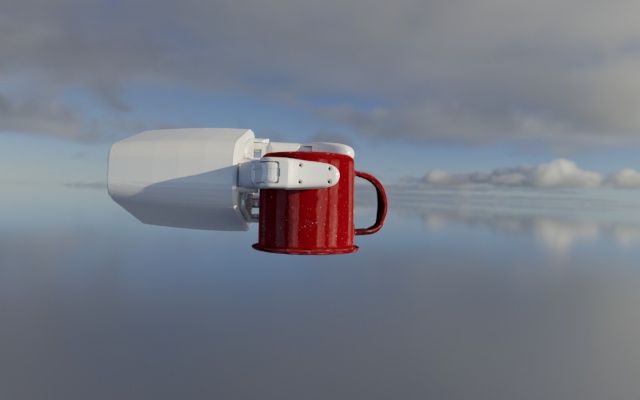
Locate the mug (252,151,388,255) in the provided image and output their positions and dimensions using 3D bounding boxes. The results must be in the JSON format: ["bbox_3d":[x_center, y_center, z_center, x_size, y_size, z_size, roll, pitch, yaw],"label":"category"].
[{"bbox_3d":[0.002,0.001,0.413,0.117,0.081,0.093,1,1,-1],"label":"mug"}]
